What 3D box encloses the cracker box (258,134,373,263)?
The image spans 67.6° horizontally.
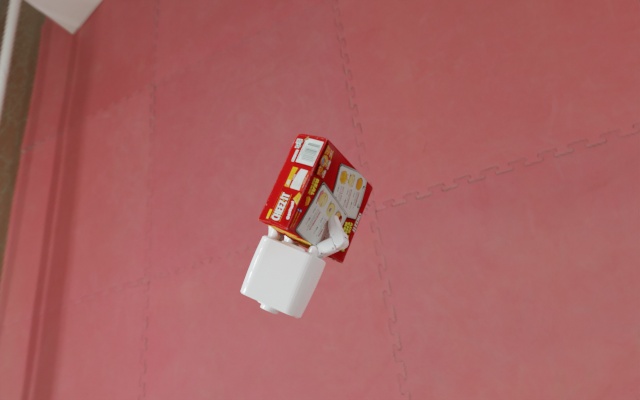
[{"bbox_3d":[0.000,0.003,0.851,0.072,0.164,0.214,17,-12,32],"label":"cracker box"}]
